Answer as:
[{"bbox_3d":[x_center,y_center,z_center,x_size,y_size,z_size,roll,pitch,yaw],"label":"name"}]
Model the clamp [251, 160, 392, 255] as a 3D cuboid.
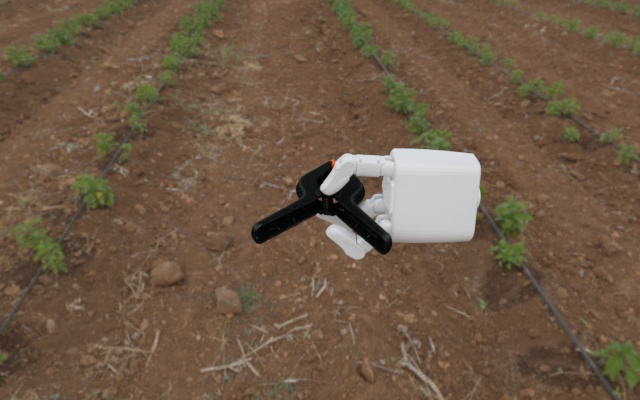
[{"bbox_3d":[0.000,0.001,0.630,0.164,0.036,0.209,2,30,-2],"label":"clamp"}]
